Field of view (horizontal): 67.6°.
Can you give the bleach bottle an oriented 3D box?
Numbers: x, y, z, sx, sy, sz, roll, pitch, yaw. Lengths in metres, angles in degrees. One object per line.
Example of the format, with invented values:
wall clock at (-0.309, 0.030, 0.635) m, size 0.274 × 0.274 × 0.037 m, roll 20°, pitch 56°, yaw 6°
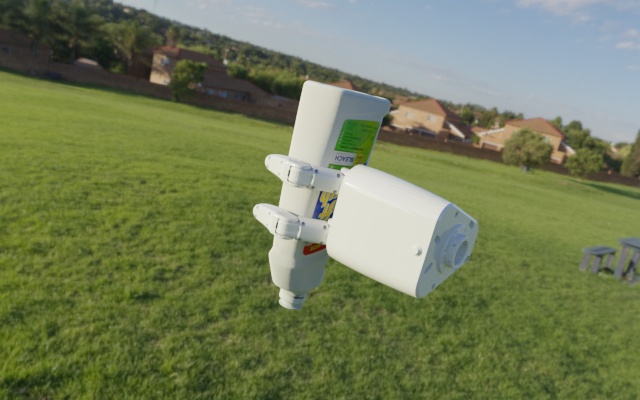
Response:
bleach bottle at (0.000, 0.002, 0.532) m, size 0.068 × 0.251 × 0.102 m, roll 25°, pitch 18°, yaw 37°
